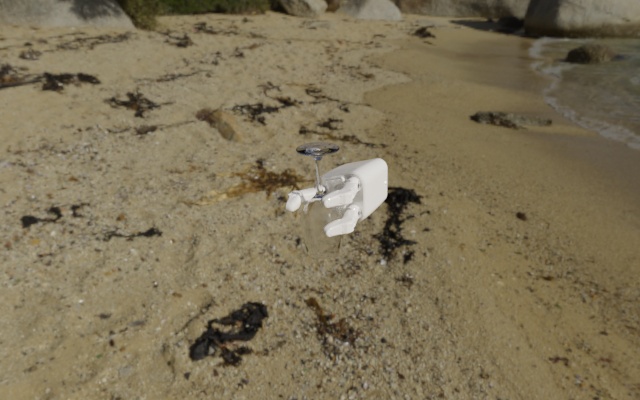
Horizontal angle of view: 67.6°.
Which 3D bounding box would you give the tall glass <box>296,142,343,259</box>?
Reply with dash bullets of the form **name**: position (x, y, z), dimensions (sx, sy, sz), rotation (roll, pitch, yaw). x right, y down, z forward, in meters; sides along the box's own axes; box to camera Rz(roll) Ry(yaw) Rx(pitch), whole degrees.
- **tall glass**: position (0.000, 0.002, 0.848), dimensions (0.079, 0.201, 0.079), rotation (-2, 23, 1)
